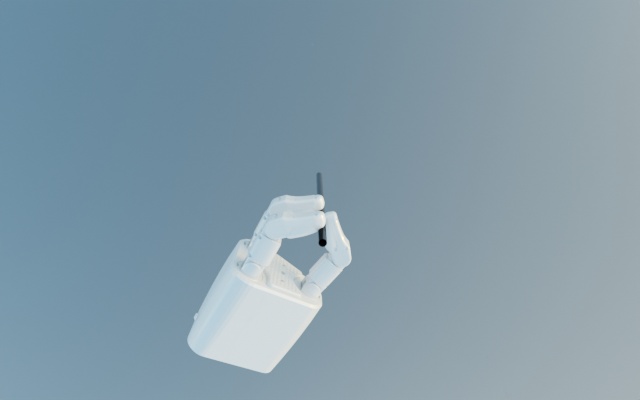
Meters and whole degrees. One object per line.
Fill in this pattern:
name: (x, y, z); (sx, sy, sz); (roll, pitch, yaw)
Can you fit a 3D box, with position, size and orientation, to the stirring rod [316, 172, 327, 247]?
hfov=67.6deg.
stirring rod: (0.000, 0.002, 0.554); (0.011, 0.011, 0.239); (0, 18, -1)
